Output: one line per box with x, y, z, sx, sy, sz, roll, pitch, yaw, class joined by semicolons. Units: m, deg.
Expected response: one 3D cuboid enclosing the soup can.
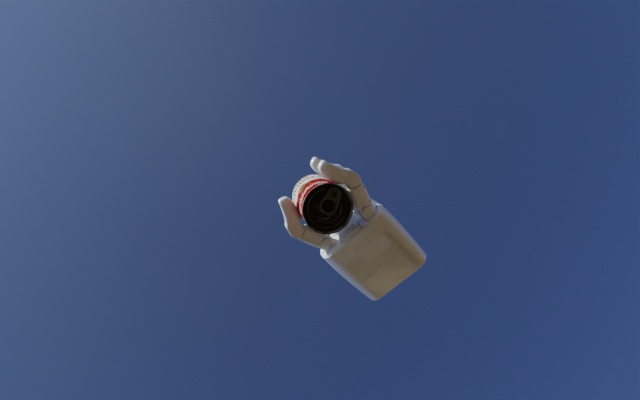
0.000;0.002;0.663;0.068;0.068;0.102;0;10;-11;soup can
